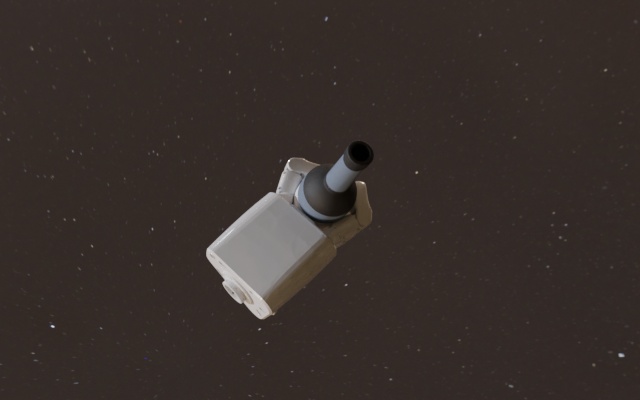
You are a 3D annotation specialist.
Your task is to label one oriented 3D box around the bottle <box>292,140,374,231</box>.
[{"bbox_3d":[0.000,0.002,0.591,0.069,0.069,0.296,0,-19,-16],"label":"bottle"}]
